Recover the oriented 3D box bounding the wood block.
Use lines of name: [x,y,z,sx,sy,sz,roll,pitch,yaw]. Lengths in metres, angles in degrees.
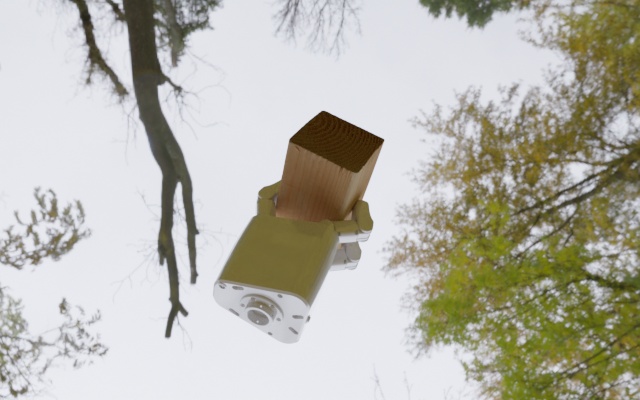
wood block: [0.000,0.002,0.624,0.091,0.206,0.090,28,43,12]
